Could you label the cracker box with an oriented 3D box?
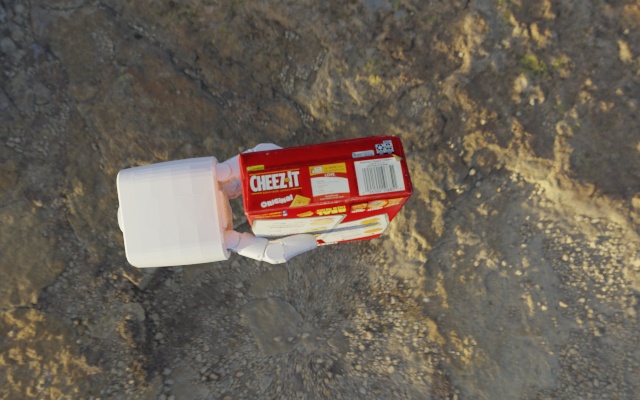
[{"bbox_3d":[0.000,0.002,0.557,0.164,0.072,0.214,-8,-15,-4],"label":"cracker box"}]
